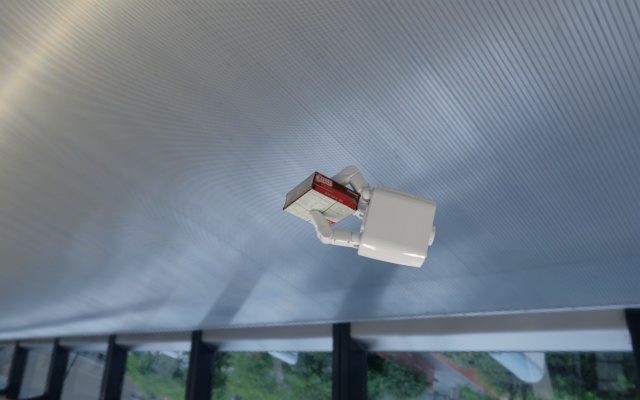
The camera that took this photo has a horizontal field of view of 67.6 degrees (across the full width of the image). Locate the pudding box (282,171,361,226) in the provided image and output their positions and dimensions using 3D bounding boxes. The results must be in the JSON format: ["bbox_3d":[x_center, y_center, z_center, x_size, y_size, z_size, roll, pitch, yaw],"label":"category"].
[{"bbox_3d":[0.000,0.003,0.806,0.090,0.039,0.113,28,-33,-19],"label":"pudding box"}]
